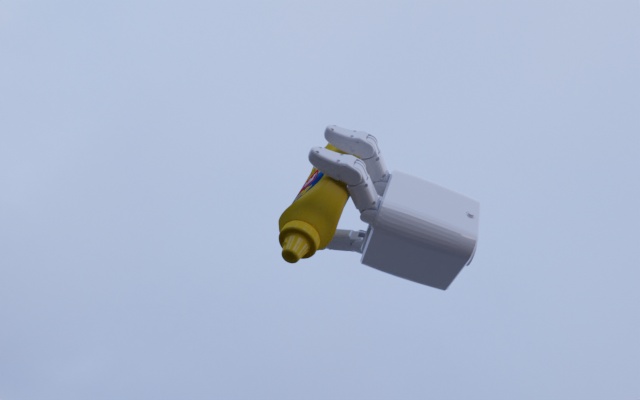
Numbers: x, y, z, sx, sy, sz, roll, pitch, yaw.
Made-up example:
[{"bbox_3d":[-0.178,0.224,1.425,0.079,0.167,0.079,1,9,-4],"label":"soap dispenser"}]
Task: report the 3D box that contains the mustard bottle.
[{"bbox_3d":[0.000,0.001,0.530,0.096,0.058,0.191,-47,9,38],"label":"mustard bottle"}]
